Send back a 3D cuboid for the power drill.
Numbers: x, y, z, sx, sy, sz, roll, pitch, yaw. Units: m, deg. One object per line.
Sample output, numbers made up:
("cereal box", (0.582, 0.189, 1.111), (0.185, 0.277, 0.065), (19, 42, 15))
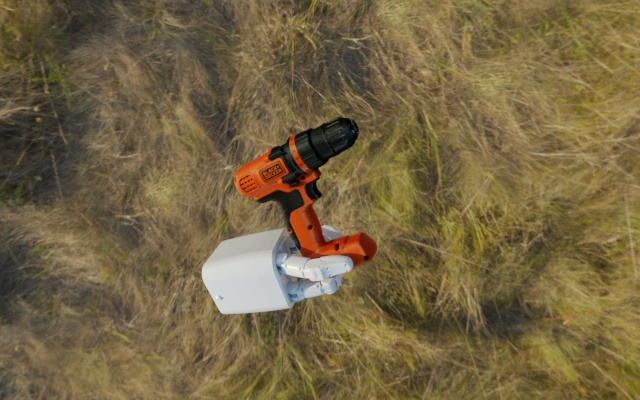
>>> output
("power drill", (0.000, 0.003, 0.628), (0.184, 0.188, 0.057), (-24, 11, 26))
